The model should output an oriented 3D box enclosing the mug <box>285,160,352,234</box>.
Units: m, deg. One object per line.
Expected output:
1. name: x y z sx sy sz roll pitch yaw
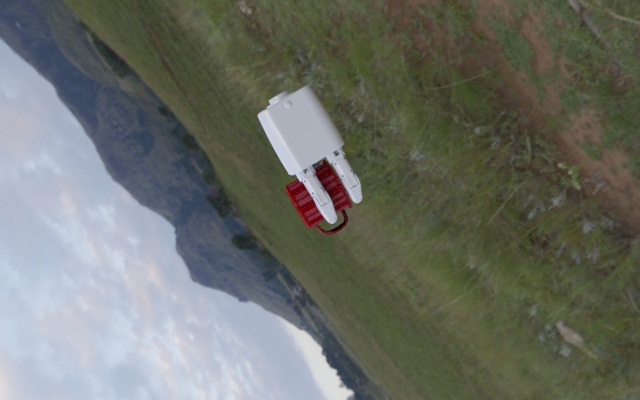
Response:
1. mug: 0.001 0.004 0.795 0.081 0.117 0.093 -30 10 -4
